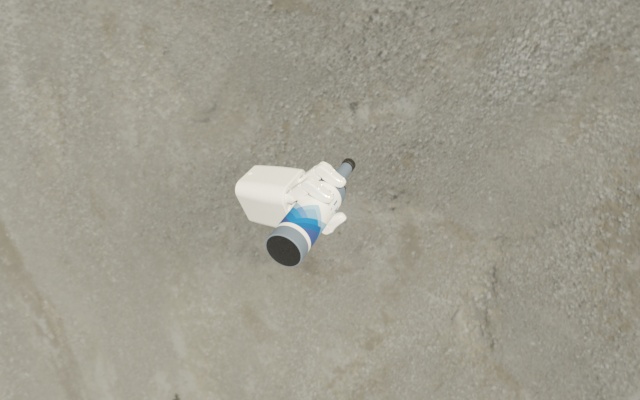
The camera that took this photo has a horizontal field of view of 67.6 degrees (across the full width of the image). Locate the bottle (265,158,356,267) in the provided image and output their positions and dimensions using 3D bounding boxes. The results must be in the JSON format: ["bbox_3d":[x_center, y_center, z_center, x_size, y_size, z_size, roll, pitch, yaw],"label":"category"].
[{"bbox_3d":[0.000,0.003,0.870,0.069,0.069,0.295,0,32,29],"label":"bottle"}]
